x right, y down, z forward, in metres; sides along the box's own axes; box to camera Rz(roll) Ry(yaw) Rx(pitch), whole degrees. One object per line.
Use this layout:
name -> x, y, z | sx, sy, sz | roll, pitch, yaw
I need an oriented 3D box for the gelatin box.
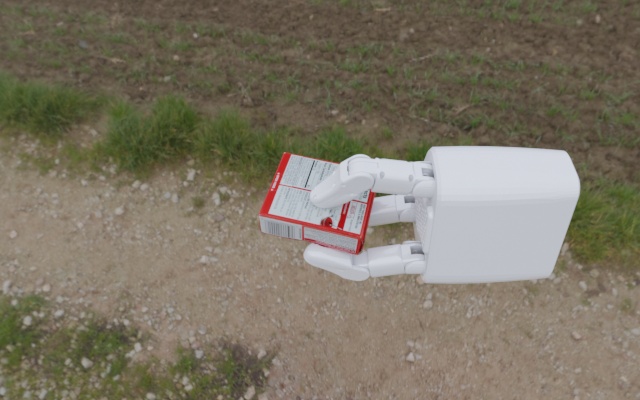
gelatin box -> 0.000, 0.001, 0.410 | 0.089, 0.073, 0.030 | 12, -37, 6
